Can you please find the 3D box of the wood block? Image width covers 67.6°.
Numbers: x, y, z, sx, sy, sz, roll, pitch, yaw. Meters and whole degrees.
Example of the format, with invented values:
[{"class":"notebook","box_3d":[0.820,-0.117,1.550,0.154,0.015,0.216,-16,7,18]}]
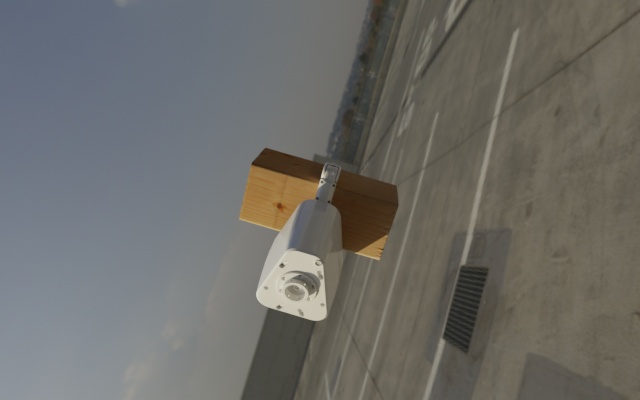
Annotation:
[{"class":"wood block","box_3d":[0.000,0.002,0.693,0.206,0.091,0.090,16,21,1]}]
